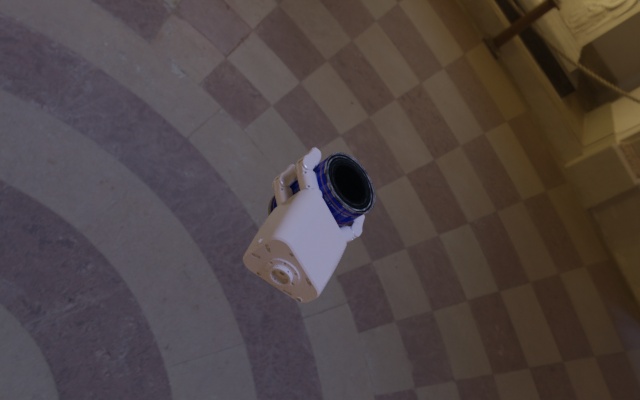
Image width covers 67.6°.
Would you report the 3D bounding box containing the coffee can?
[{"bbox_3d":[0.000,0.002,0.747,0.103,0.102,0.140,0,-25,-46],"label":"coffee can"}]
